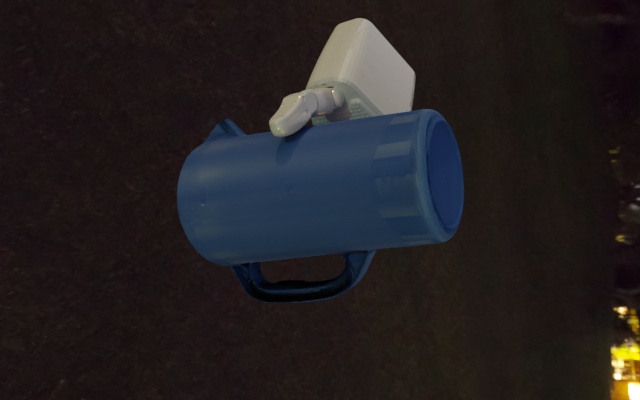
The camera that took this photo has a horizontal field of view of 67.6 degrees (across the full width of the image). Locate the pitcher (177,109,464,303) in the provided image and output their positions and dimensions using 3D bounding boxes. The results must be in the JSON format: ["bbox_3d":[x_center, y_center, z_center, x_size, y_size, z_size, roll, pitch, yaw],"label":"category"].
[{"bbox_3d":[0.000,0.001,0.441,0.243,0.145,0.149,-6,-42,32],"label":"pitcher"}]
